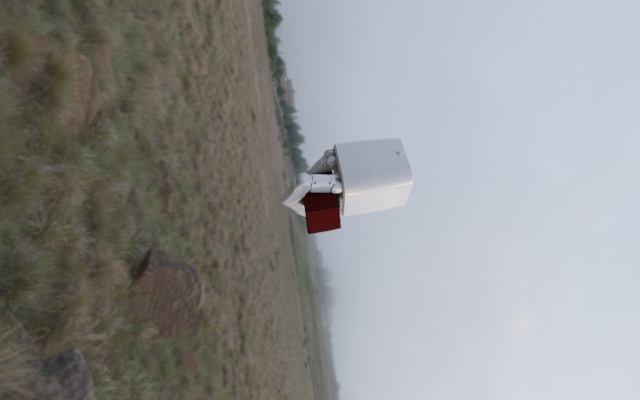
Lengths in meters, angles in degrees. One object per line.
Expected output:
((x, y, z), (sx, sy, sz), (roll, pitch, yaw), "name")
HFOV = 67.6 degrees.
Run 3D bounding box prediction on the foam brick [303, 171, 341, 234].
((0.000, 0.003, 0.723), (0.051, 0.078, 0.053), (-7, -41, -2), "foam brick")
